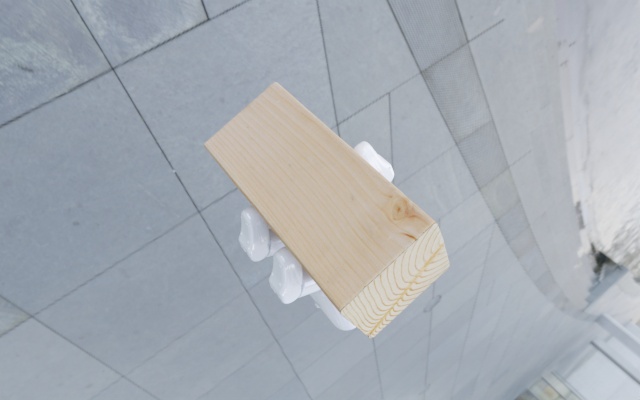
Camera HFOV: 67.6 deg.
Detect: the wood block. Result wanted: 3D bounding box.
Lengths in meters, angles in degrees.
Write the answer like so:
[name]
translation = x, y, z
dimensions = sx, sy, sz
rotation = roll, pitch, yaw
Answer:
[wood block]
translation = 0.001, 0.001, 0.408
dimensions = 0.206, 0.091, 0.090
rotation = 46, -4, 34
